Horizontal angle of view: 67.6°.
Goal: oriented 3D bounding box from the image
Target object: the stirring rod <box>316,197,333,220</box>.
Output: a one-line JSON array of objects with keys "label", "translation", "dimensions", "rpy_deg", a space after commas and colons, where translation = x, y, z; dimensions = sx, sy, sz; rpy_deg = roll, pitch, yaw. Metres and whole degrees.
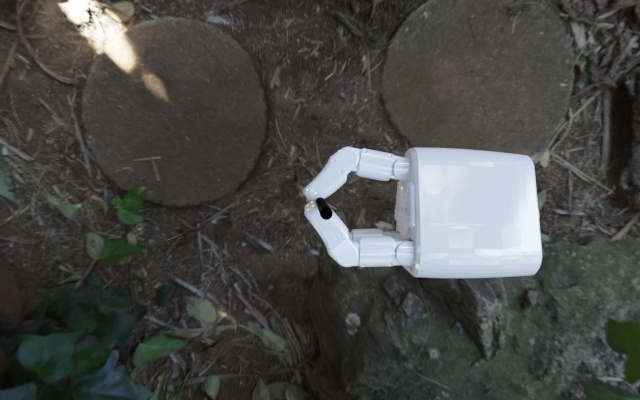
[{"label": "stirring rod", "translation": [0.000, 0.001, 0.413], "dimensions": [0.011, 0.011, 0.239], "rpy_deg": [0, 3, -2]}]
